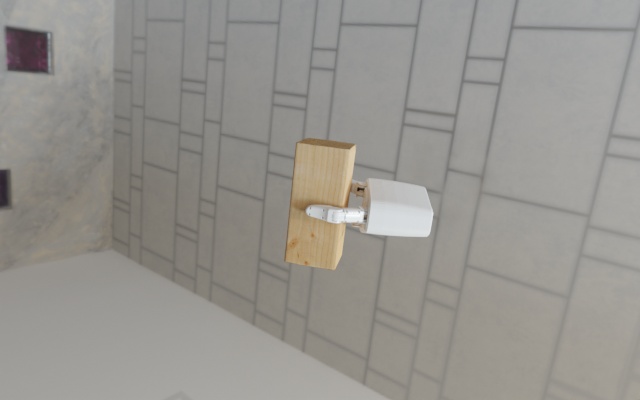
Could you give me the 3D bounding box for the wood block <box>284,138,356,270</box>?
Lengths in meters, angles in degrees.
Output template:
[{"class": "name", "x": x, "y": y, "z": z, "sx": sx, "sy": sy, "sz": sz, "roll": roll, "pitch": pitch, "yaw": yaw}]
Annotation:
[{"class": "wood block", "x": 0.000, "y": 0.003, "z": 0.824, "sx": 0.090, "sy": 0.206, "sz": 0.091, "roll": 9, "pitch": 14, "yaw": 9}]
